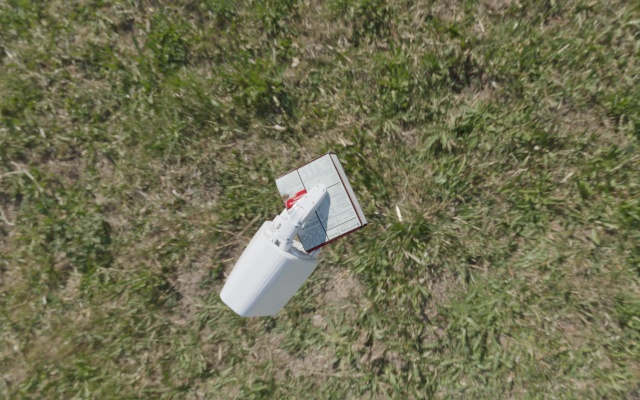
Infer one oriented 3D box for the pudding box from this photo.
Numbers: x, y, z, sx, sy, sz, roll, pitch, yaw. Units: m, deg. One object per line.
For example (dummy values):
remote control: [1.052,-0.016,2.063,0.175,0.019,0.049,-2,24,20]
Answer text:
pudding box: [0.000,0.002,0.648,0.090,0.113,0.039,-25,-4,13]
